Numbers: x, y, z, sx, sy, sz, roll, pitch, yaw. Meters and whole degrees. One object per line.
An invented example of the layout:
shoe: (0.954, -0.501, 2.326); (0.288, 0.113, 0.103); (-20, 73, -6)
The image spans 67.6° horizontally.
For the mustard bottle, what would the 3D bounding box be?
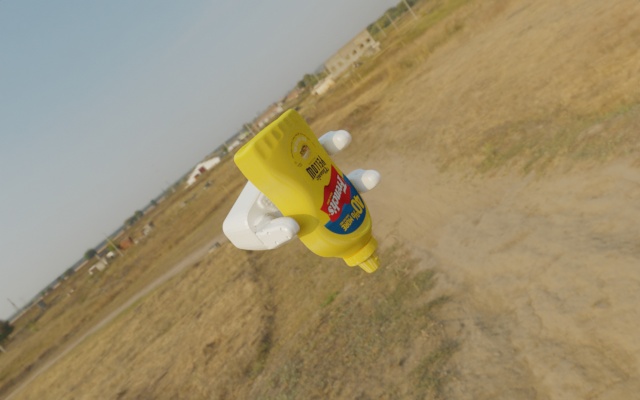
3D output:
mustard bottle: (0.000, 0.001, 0.506); (0.058, 0.192, 0.096); (-29, 15, 38)
